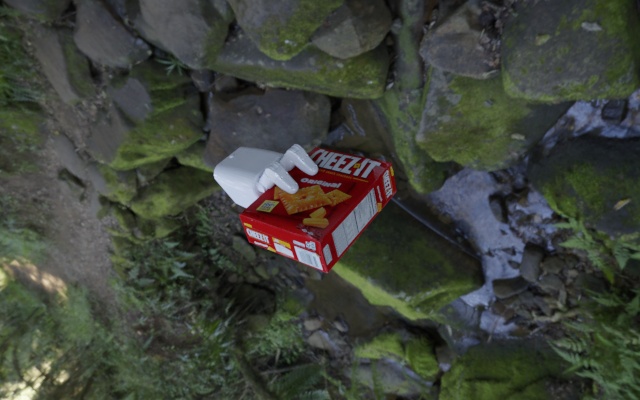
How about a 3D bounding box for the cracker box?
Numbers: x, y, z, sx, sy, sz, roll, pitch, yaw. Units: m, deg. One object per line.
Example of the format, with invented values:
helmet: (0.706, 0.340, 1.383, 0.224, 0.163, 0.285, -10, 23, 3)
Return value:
cracker box: (0.000, 0.003, 0.786, 0.164, 0.072, 0.213, 17, 47, 34)
